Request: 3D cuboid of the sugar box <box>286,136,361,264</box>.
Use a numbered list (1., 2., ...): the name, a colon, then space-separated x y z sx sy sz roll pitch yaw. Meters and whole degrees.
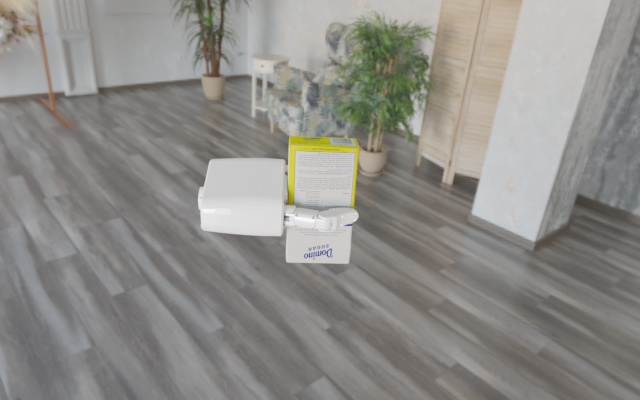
1. sugar box: 0.000 0.002 0.661 0.093 0.176 0.048 2 27 -4
